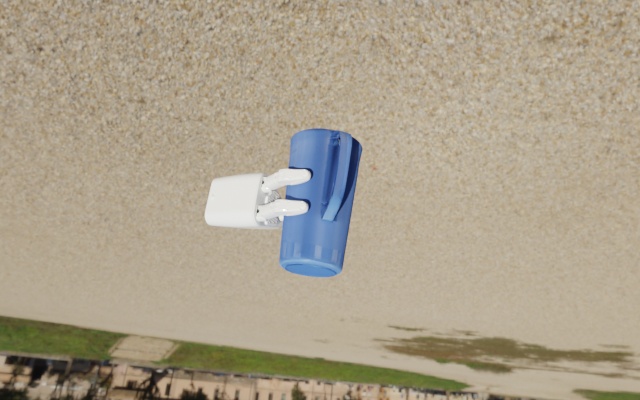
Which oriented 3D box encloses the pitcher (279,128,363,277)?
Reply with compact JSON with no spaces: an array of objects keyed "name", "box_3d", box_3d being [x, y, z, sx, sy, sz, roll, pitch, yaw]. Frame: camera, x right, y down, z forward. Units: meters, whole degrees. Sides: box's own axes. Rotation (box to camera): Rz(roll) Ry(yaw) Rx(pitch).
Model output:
[{"name":"pitcher","box_3d":[0.000,0.003,0.830,0.145,0.242,0.149,-2,-22,24]}]
